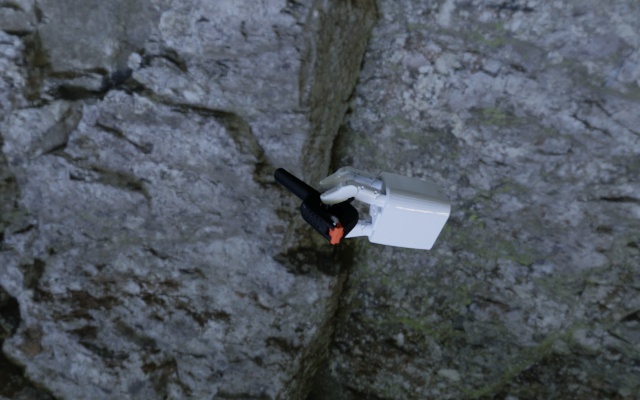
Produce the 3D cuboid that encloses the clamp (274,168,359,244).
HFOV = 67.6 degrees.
[{"bbox_3d":[0.000,0.004,0.784,0.164,0.036,0.210,11,25,-7],"label":"clamp"}]
